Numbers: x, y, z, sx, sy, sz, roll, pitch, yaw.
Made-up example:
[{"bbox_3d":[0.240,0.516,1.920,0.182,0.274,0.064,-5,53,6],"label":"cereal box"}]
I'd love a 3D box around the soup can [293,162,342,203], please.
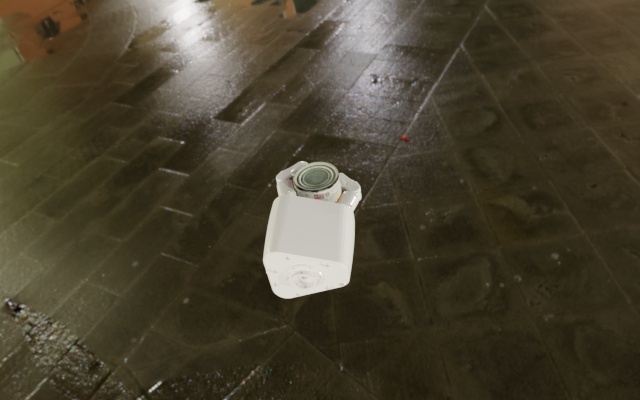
[{"bbox_3d":[0.000,0.002,0.710,0.068,0.102,0.068,-6,41,5],"label":"soup can"}]
